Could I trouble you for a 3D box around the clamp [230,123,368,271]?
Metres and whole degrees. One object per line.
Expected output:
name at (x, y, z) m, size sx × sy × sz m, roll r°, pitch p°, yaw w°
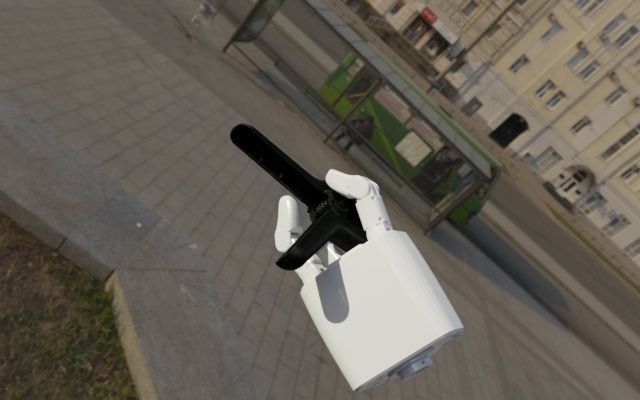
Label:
clamp at (0.001, 0.001, 0.498) m, size 0.036 × 0.164 × 0.210 m, roll -41°, pitch -29°, yaw 25°
